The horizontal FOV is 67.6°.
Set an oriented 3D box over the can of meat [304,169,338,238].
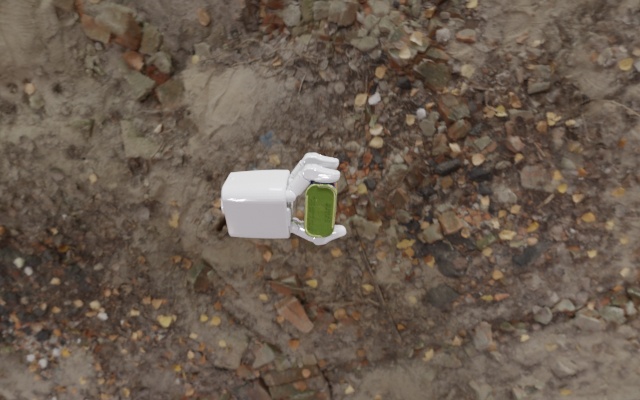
[{"bbox_3d":[0.000,0.003,0.817,0.057,0.102,0.084,3,23,1],"label":"can of meat"}]
